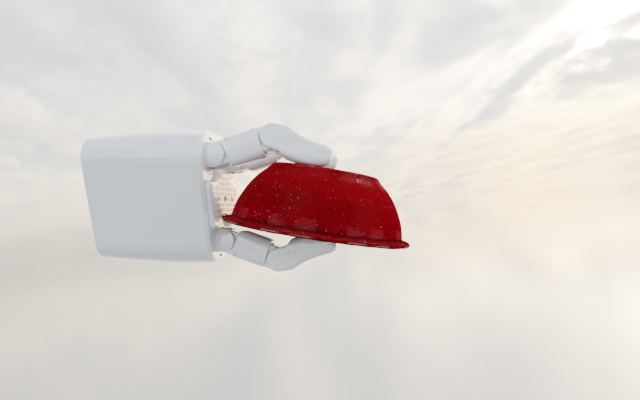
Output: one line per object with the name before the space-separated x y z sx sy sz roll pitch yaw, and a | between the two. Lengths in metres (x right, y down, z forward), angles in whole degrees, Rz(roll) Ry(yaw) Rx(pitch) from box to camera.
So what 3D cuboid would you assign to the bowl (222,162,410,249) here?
bowl | 0.001 0.001 0.412 0.162 0.055 0.162 9 0 0
